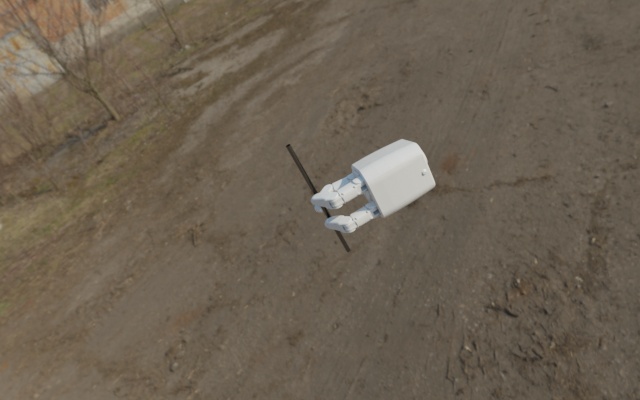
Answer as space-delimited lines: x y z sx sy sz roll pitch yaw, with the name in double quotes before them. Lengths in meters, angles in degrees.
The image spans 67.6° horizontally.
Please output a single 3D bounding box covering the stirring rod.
"stirring rod" 0.000 0.003 0.821 0.011 0.240 0.011 -22 31 14
